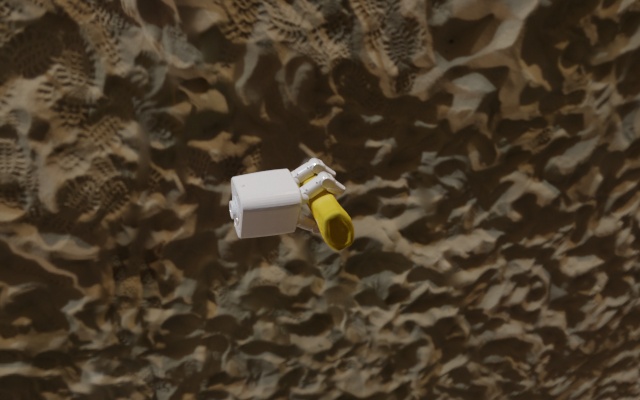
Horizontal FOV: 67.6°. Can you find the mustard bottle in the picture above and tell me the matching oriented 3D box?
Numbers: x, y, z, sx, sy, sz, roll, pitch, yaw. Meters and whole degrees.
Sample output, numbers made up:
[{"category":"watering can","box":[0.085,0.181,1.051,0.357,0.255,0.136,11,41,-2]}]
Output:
[{"category":"mustard bottle","box":[0.001,0.003,0.897,0.058,0.096,0.191,-28,41,-3]}]
